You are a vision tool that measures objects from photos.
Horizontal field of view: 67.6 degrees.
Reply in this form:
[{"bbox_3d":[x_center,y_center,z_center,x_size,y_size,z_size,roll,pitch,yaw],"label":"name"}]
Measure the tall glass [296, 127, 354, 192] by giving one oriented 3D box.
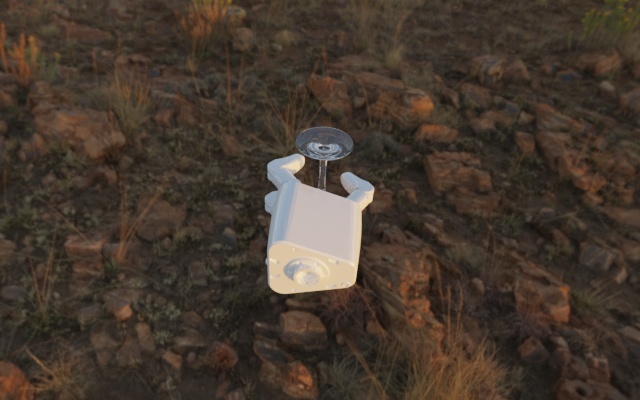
[{"bbox_3d":[0.000,0.002,0.671,0.079,0.201,0.079,2,40,-2],"label":"tall glass"}]
